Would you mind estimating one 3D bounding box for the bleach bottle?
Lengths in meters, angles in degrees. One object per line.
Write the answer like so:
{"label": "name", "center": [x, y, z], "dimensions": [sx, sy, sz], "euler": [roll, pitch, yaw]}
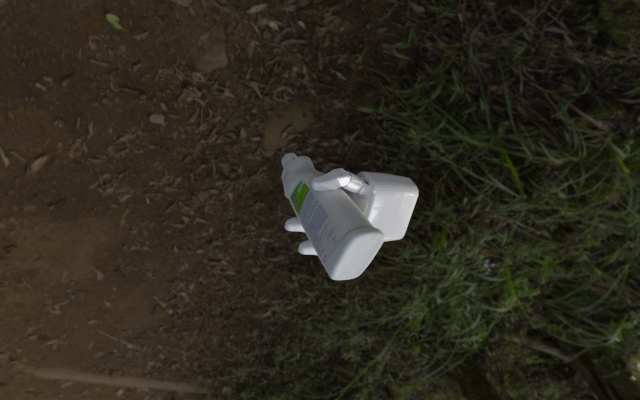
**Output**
{"label": "bleach bottle", "center": [0.000, 0.003, 0.761], "dimensions": [0.068, 0.103, 0.250], "euler": [2, 40, -35]}
